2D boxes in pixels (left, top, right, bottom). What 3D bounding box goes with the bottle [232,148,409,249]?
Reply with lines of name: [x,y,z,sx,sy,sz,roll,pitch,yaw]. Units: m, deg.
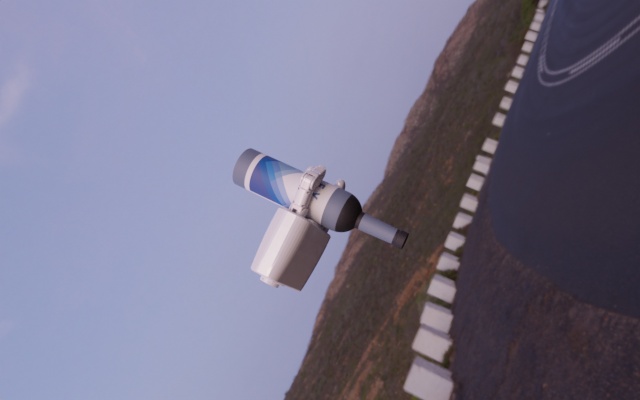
bottle: [0.000,0.002,0.763,0.295,0.069,0.069,25,7,15]
